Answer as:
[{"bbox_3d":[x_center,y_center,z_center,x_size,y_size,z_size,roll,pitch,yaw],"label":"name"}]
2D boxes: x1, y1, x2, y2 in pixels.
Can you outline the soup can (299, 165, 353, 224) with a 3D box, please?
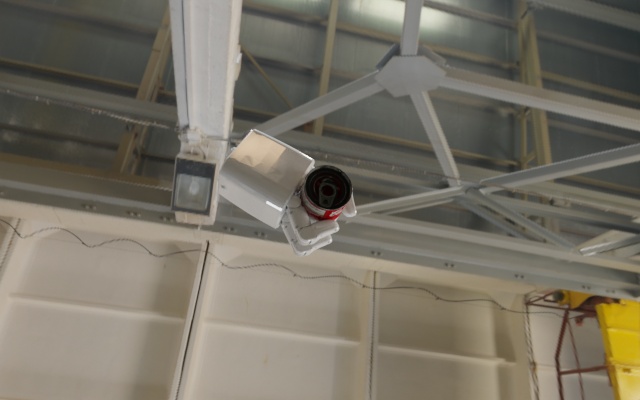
[{"bbox_3d":[0.001,0.003,0.693,0.068,0.068,0.102,0,-24,-14],"label":"soup can"}]
